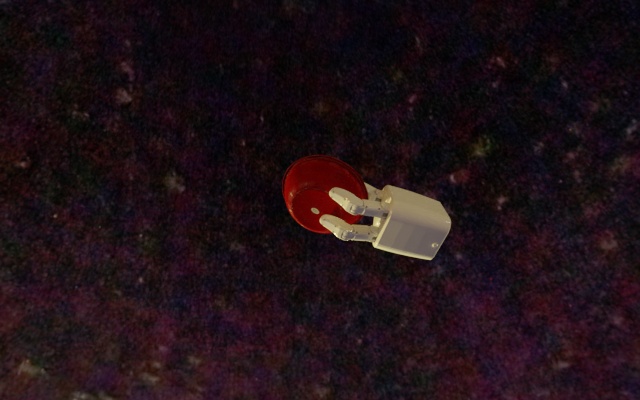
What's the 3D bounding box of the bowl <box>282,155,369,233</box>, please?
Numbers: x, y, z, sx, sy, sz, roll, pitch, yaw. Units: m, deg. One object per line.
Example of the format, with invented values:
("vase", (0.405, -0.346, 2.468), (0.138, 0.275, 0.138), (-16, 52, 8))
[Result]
("bowl", (-0.001, 0.003, 0.841), (0.162, 0.162, 0.055), (0, 33, 20))
